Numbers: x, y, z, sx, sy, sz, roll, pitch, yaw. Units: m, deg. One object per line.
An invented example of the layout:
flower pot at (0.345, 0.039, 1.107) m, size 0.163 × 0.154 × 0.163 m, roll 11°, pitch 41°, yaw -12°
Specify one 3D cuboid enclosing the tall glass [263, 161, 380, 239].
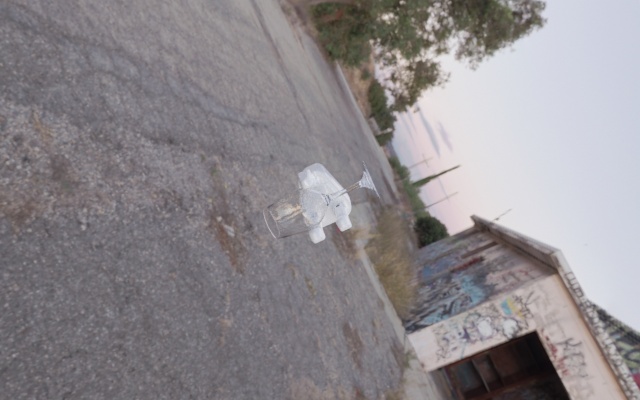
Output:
tall glass at (0.001, 0.003, 0.860) m, size 0.201 × 0.079 × 0.079 m, roll -24°, pitch -3°, yaw 7°
